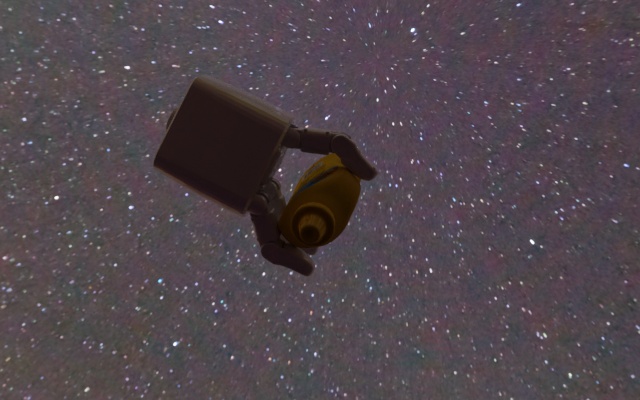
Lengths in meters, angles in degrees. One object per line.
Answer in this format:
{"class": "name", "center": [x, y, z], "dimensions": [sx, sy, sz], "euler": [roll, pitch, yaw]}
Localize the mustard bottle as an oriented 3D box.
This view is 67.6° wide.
{"class": "mustard bottle", "center": [0.000, 0.002, 0.509], "dimensions": [0.096, 0.058, 0.191], "euler": [-38, 9, 15]}
